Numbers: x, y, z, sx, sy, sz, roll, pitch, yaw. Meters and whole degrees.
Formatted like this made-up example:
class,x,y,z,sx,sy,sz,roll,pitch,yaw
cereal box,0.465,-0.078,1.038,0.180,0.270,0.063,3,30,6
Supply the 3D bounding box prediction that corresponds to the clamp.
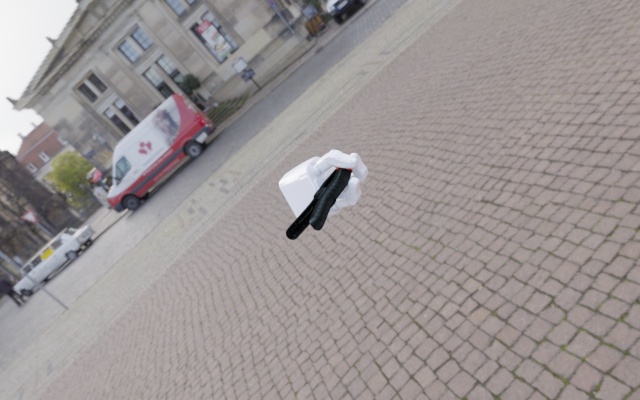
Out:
class,x,y,z,sx,sy,sz,roll,pitch,yaw
clamp,0.000,0.002,0.865,0.120,0.039,0.171,-23,25,50
